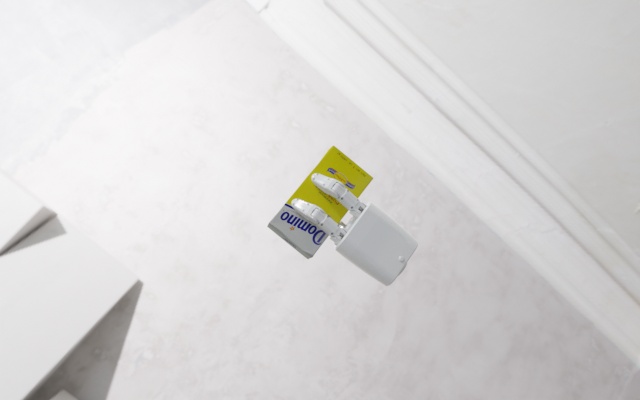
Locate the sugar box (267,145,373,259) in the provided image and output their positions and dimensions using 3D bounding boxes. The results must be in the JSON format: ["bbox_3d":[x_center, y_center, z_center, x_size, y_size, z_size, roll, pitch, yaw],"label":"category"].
[{"bbox_3d":[0.000,0.003,0.808,0.093,0.176,0.048,38,-17,-2],"label":"sugar box"}]
